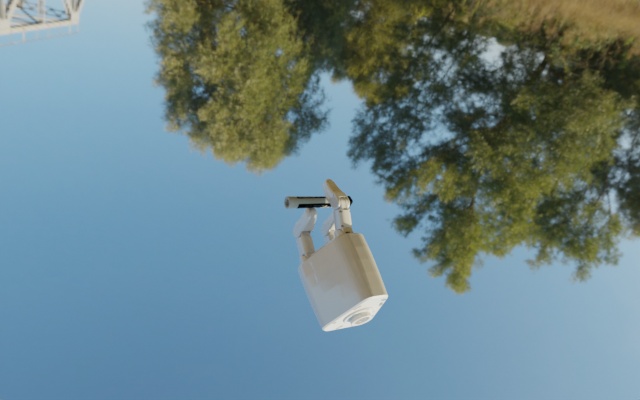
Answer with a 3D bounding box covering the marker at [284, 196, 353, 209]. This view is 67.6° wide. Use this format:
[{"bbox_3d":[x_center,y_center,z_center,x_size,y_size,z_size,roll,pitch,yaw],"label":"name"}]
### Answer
[{"bbox_3d":[0.000,0.002,0.745,0.121,0.020,0.020,-1,0,-34],"label":"marker"}]
